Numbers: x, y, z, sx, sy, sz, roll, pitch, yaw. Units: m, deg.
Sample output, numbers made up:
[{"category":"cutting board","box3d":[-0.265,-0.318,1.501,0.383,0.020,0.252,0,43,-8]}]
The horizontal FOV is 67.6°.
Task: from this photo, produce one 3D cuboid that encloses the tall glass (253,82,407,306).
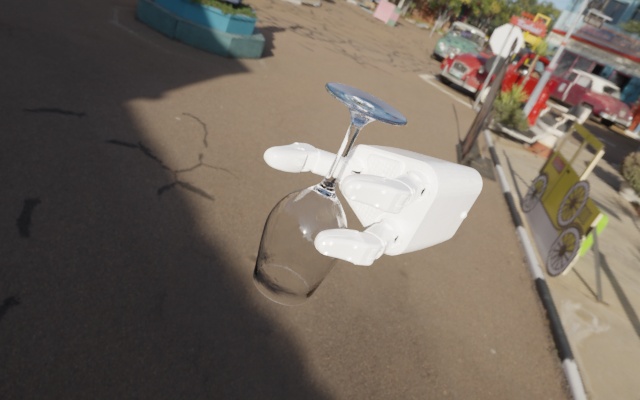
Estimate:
[{"category":"tall glass","box3d":[0.000,0.001,0.434,0.079,0.201,0.079,21,24,-10]}]
